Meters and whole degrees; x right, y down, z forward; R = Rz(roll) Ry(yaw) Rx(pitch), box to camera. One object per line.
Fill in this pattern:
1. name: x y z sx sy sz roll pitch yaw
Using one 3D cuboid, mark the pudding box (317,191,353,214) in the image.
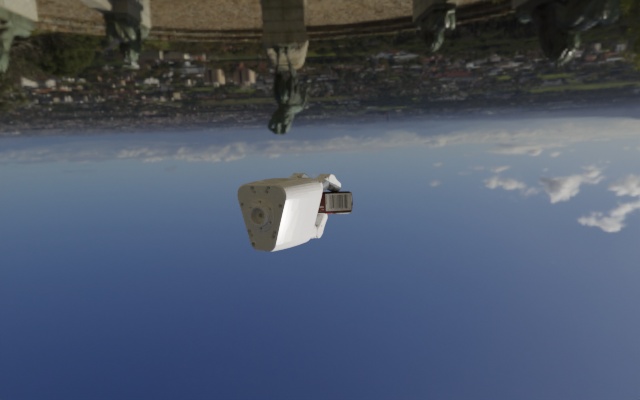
1. pudding box: 0.000 0.003 0.866 0.113 0.039 0.090 0 3 1
